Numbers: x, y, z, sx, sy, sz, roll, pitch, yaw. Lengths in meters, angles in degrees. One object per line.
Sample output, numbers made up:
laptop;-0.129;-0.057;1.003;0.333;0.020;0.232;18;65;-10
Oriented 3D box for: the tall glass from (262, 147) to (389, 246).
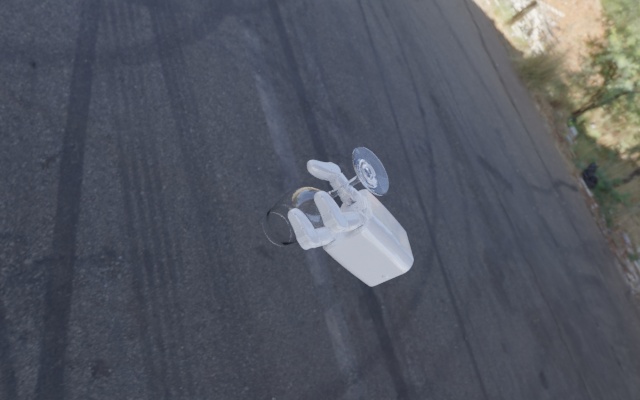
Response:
tall glass;0.001;0.002;0.705;0.201;0.079;0.079;-31;-19;35
